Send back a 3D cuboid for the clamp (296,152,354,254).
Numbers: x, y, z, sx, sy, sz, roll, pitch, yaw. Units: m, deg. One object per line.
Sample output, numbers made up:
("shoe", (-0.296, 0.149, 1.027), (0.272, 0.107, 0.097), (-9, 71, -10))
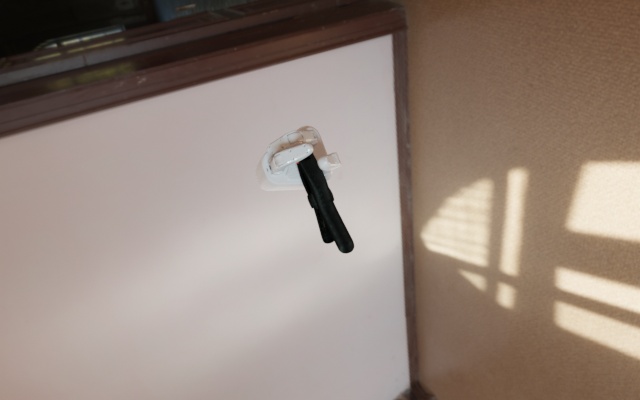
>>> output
("clamp", (0.000, 0.003, 0.749), (0.039, 0.171, 0.120), (-20, -1, -17))
